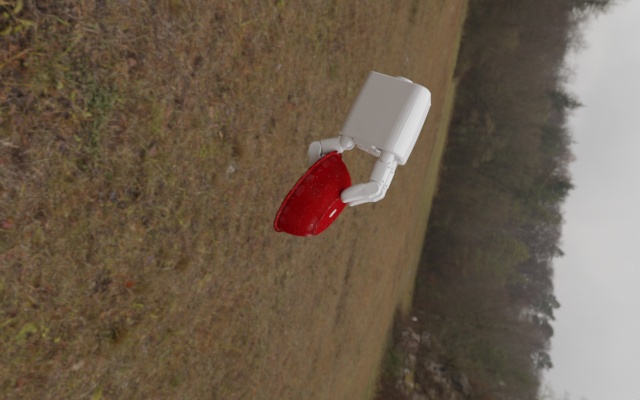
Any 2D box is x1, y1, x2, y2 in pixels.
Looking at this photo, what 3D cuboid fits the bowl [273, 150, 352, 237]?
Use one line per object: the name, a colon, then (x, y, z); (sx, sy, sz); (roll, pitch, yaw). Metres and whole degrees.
bowl: (0.000, 0.004, 0.747); (0.055, 0.162, 0.162); (39, 11, 14)
